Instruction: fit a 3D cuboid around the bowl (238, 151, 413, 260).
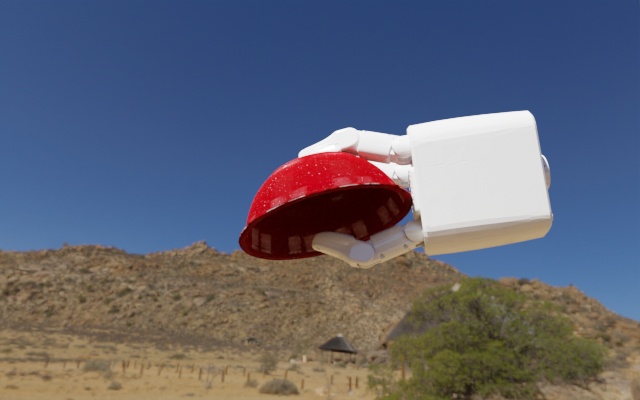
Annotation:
[{"bbox_3d":[-0.001,0.001,0.444,0.162,0.055,0.162,-13,-23,-6],"label":"bowl"}]
